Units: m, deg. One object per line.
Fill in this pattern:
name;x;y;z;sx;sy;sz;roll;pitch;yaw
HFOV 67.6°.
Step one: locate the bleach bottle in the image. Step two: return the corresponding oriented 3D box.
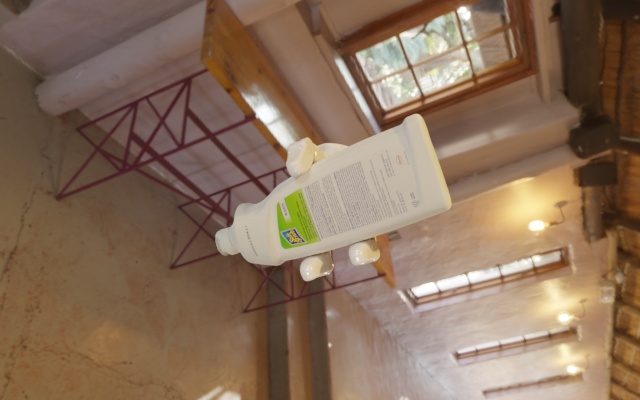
bleach bottle;0.000;0.002;0.500;0.251;0.102;0.068;-19;-1;17
